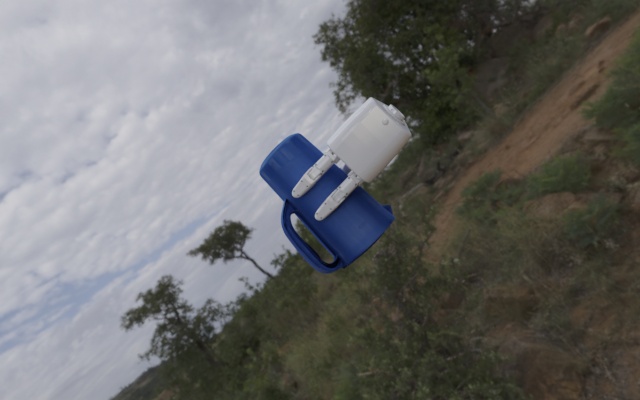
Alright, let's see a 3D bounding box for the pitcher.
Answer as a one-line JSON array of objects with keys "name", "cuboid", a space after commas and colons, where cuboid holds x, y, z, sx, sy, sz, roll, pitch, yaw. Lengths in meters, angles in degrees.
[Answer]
[{"name": "pitcher", "cuboid": [0.000, 0.003, 0.862, 0.145, 0.243, 0.149, -47, -3, 22]}]
